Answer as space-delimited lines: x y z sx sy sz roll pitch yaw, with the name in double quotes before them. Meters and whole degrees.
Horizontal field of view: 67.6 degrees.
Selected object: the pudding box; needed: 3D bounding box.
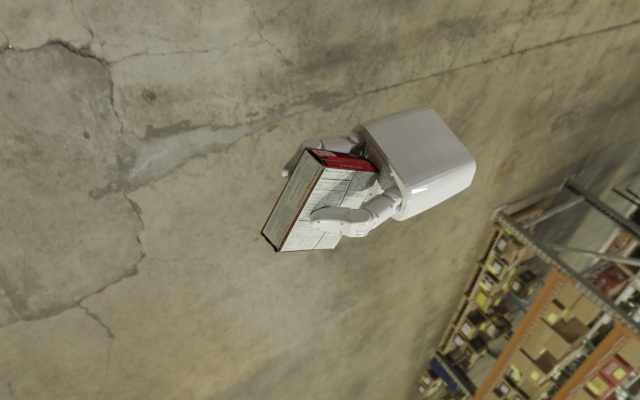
"pudding box" 0.000 0.002 0.505 0.090 0.113 0.039 3 33 -46
